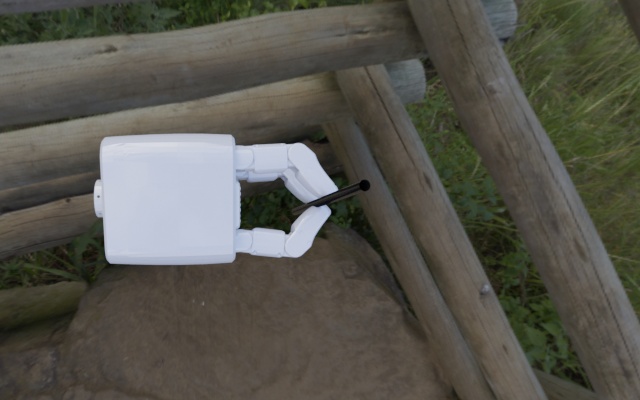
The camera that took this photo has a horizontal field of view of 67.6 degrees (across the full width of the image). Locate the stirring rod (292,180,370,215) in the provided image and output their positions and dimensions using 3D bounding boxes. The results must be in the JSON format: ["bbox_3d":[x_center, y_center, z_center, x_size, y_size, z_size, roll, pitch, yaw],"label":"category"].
[{"bbox_3d":[0.000,0.001,0.436,0.011,0.011,0.239,0,-6,-14],"label":"stirring rod"}]
